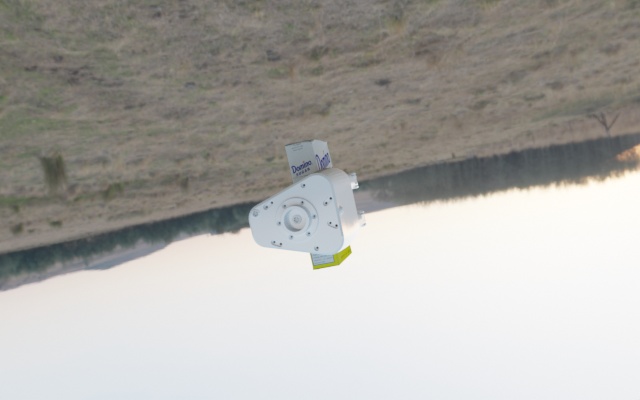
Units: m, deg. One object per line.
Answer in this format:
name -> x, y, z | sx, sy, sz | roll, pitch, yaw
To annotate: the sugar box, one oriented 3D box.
sugar box -> 0.001, 0.002, 0.687 | 0.048, 0.176, 0.093 | -10, 3, 15
